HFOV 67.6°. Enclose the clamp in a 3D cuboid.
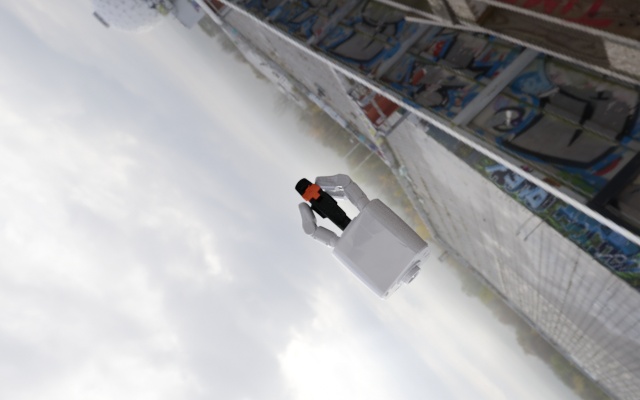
[{"bbox_3d":[0.000,0.003,0.770,0.164,0.036,0.210,40,-1,23],"label":"clamp"}]
